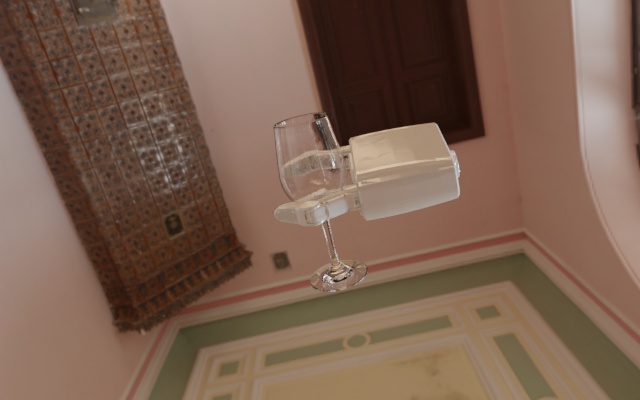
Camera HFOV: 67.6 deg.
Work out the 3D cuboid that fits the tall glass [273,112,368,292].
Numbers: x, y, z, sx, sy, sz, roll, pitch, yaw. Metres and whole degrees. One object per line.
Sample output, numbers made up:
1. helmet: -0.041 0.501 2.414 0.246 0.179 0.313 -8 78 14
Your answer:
1. tall glass: 0.000 0.003 0.561 0.079 0.201 0.079 -13 19 4
